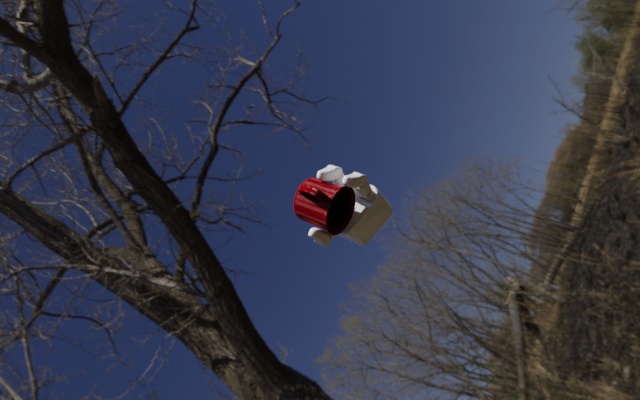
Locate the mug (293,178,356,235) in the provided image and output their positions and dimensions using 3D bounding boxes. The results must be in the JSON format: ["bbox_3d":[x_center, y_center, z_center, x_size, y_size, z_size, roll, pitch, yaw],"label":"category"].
[{"bbox_3d":[-0.001,0.002,0.858,0.081,0.093,0.117,19,-10,32],"label":"mug"}]
